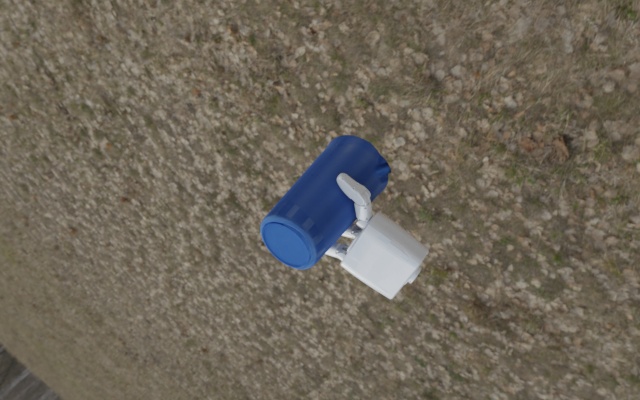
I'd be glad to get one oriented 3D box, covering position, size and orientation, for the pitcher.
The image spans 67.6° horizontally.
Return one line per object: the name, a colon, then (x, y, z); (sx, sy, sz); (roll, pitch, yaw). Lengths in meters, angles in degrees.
pitcher: (0.000, 0.003, 0.822); (0.145, 0.149, 0.242); (35, 49, 9)
